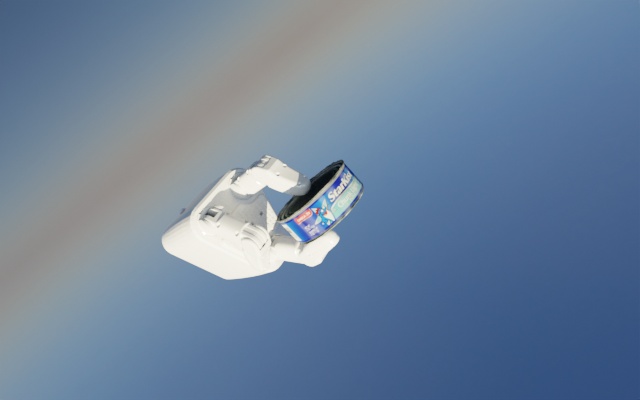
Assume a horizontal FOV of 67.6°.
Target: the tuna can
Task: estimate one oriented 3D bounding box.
[{"bbox_3d":[0.000,0.002,0.461,0.086,0.034,0.086,-40,12,11],"label":"tuna can"}]
